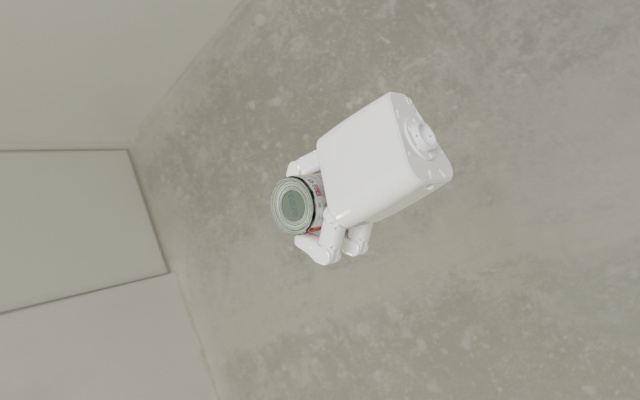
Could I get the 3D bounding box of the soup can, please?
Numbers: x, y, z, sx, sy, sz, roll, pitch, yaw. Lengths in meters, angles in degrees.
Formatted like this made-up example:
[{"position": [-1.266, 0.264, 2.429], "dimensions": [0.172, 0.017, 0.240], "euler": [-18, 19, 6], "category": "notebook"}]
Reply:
[{"position": [0.000, 0.002, 0.562], "dimensions": [0.068, 0.068, 0.102], "euler": [0, 5, 40], "category": "soup can"}]
